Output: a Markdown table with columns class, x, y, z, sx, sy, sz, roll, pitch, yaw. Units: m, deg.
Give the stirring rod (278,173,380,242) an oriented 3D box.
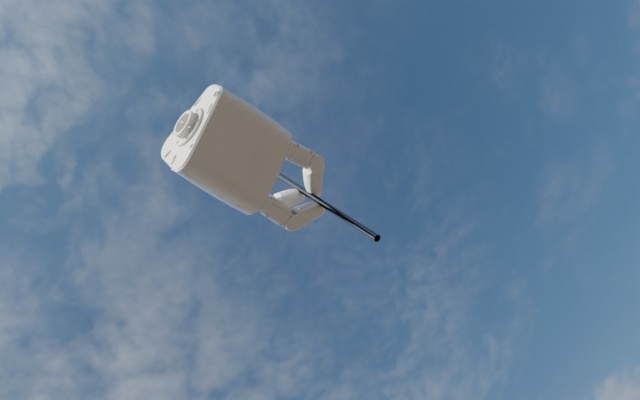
| class | x | y | z | sx | sy | sz | roll | pitch | yaw |
| --- | --- | --- | --- | --- | --- | --- | --- | --- | --- |
| stirring rod | 0.000 | 0.002 | 0.604 | 0.011 | 0.011 | 0.239 | 0 | 19 | -32 |
